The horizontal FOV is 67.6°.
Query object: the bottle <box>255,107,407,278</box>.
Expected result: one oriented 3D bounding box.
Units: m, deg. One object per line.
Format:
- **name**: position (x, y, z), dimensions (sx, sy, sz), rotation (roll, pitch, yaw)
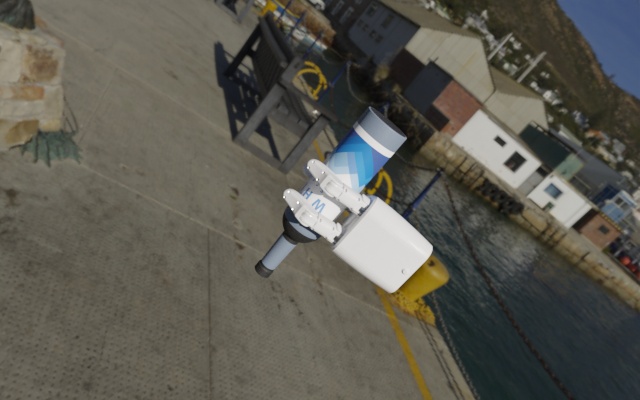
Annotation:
- **bottle**: position (0.000, 0.002, 0.684), dimensions (0.069, 0.296, 0.069), rotation (35, 19, -14)
